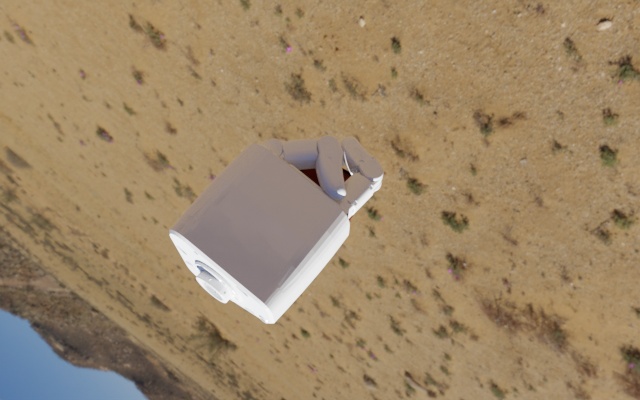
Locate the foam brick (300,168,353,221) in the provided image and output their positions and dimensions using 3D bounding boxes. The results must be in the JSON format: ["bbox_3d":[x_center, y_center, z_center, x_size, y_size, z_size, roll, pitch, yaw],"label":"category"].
[{"bbox_3d":[0.000,0.002,0.484,0.053,0.051,0.078,31,-27,18],"label":"foam brick"}]
